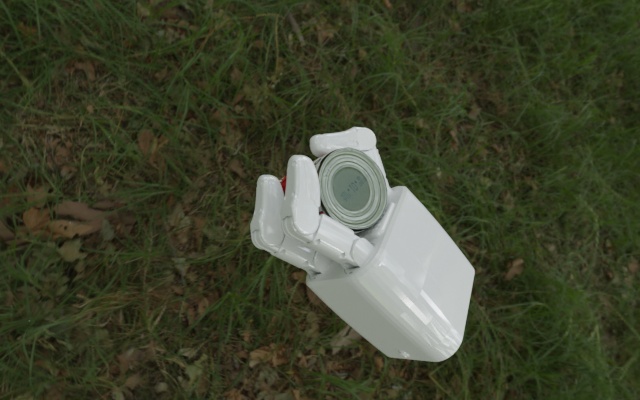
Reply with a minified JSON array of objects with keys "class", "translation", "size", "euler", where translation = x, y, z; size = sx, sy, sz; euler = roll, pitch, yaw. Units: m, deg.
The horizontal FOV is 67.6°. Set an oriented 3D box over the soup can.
[{"class":"soup can","translation":[0.000,0.001,0.406],"size":[0.068,0.068,0.102],"euler":[0,-12,-31]}]
